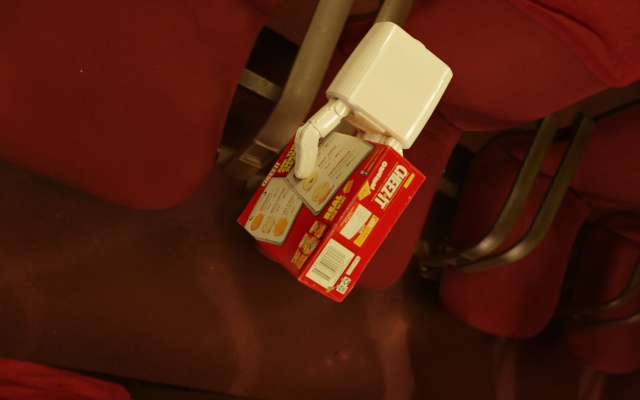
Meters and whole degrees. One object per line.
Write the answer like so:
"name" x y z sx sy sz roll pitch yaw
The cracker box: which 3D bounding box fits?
"cracker box" 0.000 0.002 0.574 0.072 0.164 0.213 36 -4 -29
